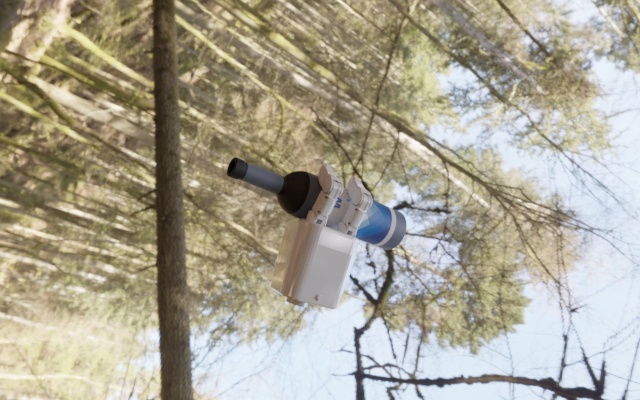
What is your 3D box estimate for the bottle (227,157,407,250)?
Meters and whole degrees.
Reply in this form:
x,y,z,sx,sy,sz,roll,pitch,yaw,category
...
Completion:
x,y,z,sx,sy,sz,roll,pitch,yaw,category
0.000,0.002,0.701,0.296,0.069,0.069,22,-12,-32,bottle
